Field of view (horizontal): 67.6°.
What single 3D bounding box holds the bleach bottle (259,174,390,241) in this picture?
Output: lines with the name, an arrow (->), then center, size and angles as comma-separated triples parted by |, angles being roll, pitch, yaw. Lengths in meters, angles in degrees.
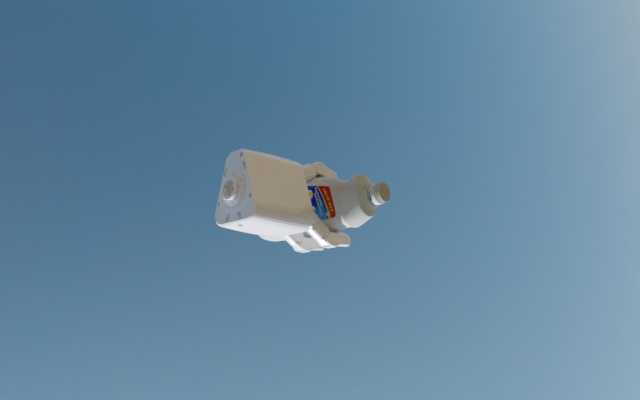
bleach bottle -> 0.000, 0.003, 0.758 | 0.251, 0.102, 0.068 | -14, -20, 42
